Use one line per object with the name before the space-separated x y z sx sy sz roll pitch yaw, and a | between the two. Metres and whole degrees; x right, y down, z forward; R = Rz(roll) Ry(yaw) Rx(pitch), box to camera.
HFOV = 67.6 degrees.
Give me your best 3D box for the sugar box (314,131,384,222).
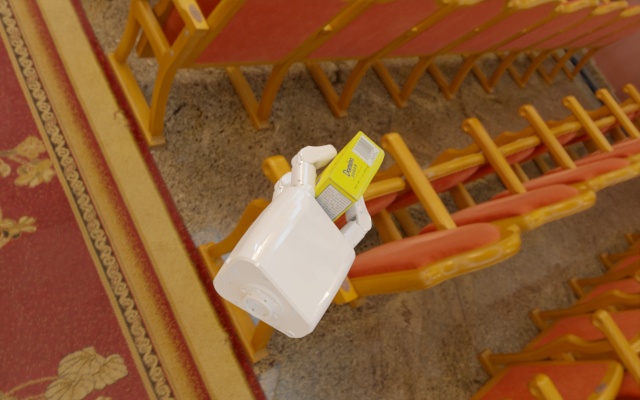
sugar box | 0.000 0.002 0.577 0.176 0.048 0.093 -42 10 47
